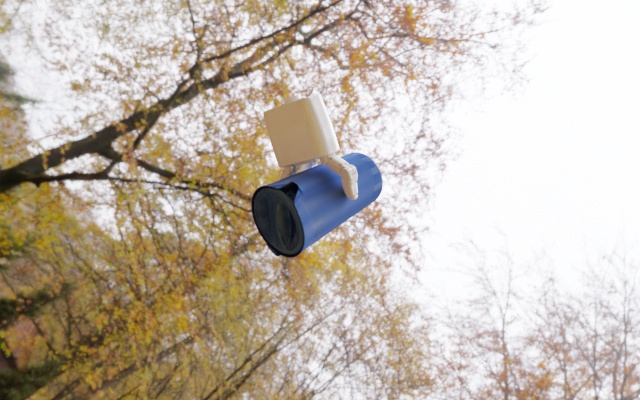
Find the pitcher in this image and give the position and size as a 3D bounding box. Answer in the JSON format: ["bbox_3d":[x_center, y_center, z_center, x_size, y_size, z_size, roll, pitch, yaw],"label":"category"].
[{"bbox_3d":[0.000,0.003,0.886,0.242,0.145,0.149,-28,15,-39],"label":"pitcher"}]
